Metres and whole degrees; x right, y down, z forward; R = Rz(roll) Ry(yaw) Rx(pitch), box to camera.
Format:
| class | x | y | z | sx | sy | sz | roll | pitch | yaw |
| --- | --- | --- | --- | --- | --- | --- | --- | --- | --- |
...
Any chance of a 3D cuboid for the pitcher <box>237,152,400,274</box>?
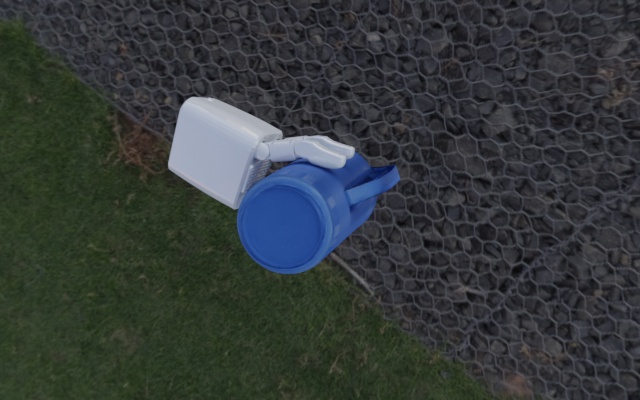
| class | x | y | z | sx | sy | sz | roll | pitch | yaw |
| --- | --- | --- | --- | --- | --- | --- | --- | --- | --- |
| pitcher | 0.000 | 0.002 | 0.605 | 0.145 | 0.149 | 0.243 | 30 | 17 | 7 |
